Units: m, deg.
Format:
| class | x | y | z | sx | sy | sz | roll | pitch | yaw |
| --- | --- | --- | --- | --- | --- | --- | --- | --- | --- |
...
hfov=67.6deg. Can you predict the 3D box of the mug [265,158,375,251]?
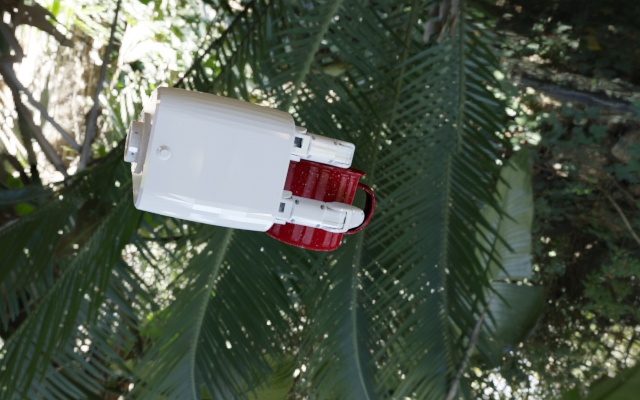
| class | x | y | z | sx | sy | sz | roll | pitch | yaw |
| --- | --- | --- | --- | --- | --- | --- | --- | --- | --- |
| mug | 0.001 | 0.002 | 0.480 | 0.117 | 0.081 | 0.093 | 11 | 9 | -25 |
